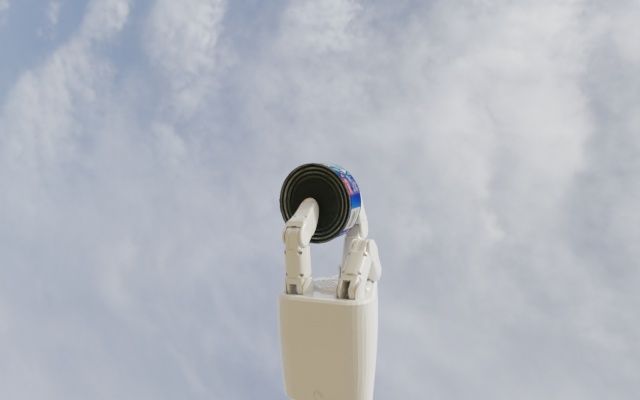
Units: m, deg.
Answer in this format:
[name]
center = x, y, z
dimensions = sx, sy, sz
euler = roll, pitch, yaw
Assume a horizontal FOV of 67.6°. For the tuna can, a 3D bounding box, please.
[tuna can]
center = 0.000, 0.002, 0.516
dimensions = 0.086, 0.086, 0.034
euler = 0, 7, 29
